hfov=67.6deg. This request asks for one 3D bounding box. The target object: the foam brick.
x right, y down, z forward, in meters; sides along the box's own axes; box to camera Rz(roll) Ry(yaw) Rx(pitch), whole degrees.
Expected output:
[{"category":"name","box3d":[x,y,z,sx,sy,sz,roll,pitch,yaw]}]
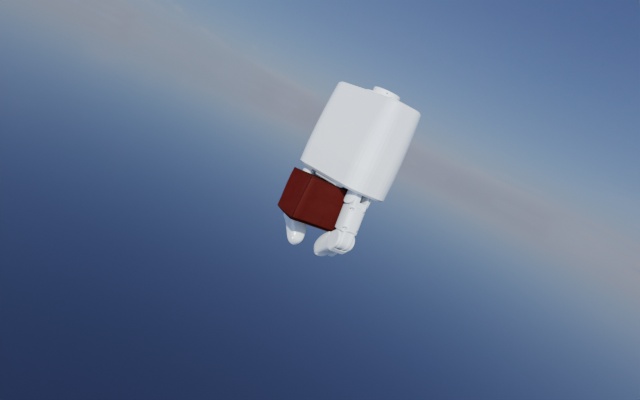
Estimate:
[{"category":"foam brick","box3d":[0.000,0.002,0.546,0.078,0.051,0.053,20,8,-29]}]
